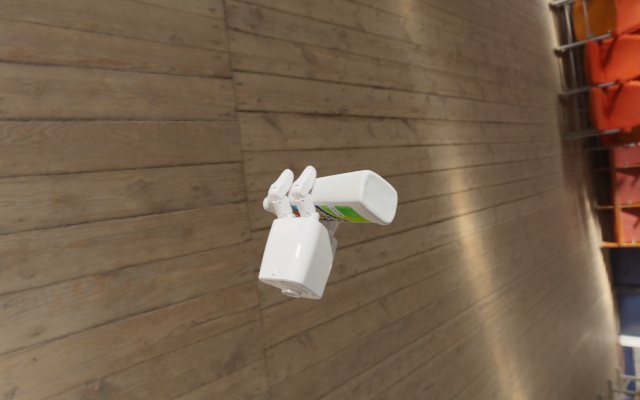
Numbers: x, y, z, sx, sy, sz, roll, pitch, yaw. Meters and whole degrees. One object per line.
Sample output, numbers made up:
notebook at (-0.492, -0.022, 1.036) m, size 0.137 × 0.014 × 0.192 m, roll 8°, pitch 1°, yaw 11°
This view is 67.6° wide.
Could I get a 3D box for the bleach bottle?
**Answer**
bleach bottle at (0.000, 0.003, 0.826) m, size 0.251 × 0.068 × 0.103 m, roll -5°, pitch -29°, yaw 42°
